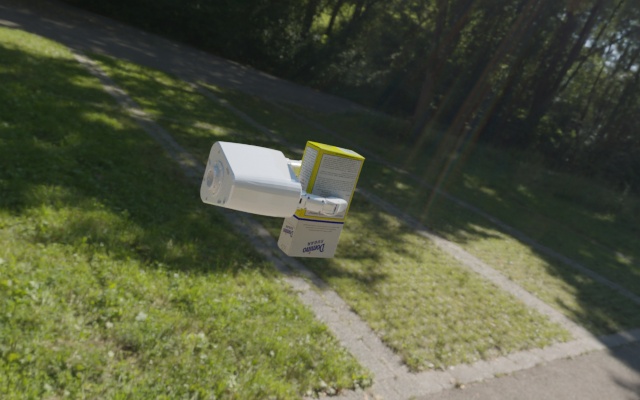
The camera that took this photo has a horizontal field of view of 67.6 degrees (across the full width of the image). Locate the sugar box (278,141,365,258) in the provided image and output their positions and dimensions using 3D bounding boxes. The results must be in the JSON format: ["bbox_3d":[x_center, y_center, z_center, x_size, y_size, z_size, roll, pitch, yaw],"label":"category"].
[{"bbox_3d":[0.000,0.002,0.755,0.093,0.176,0.048,8,18,-37],"label":"sugar box"}]
